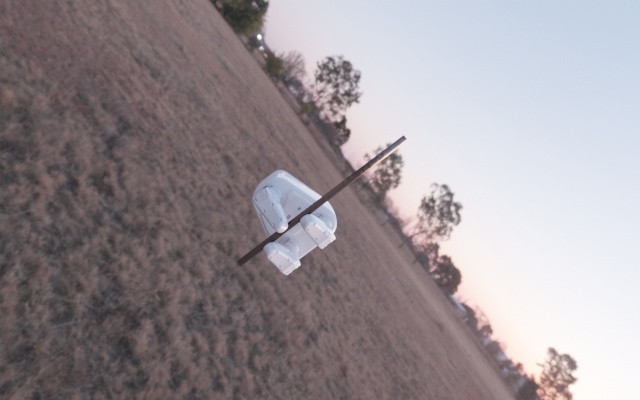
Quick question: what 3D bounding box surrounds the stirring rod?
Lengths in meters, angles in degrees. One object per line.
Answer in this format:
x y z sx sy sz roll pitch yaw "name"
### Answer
0.000 0.002 0.548 0.239 0.011 0.011 -37 -4 5 "stirring rod"
